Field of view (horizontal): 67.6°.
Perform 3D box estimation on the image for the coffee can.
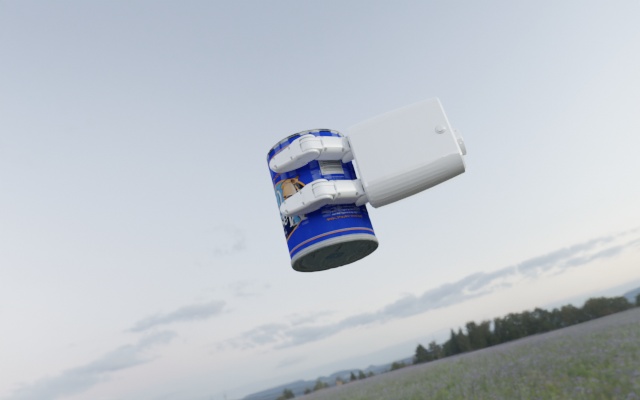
[{"bbox_3d":[0.000,0.002,0.565,0.103,0.140,0.103,-13,-22,-5],"label":"coffee can"}]
